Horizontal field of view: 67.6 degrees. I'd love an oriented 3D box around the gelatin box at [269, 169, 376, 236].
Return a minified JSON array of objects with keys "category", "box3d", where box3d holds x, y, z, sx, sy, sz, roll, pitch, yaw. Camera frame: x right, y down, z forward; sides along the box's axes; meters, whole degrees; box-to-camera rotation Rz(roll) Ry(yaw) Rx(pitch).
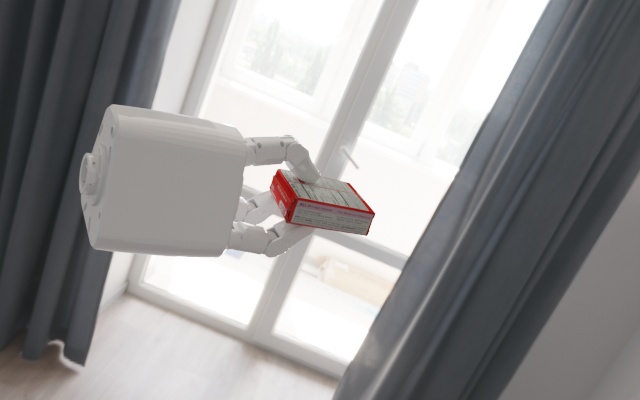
[{"category":"gelatin box","box3d":[0.001,0.001,0.478,0.089,0.030,0.073,10,22,-24]}]
